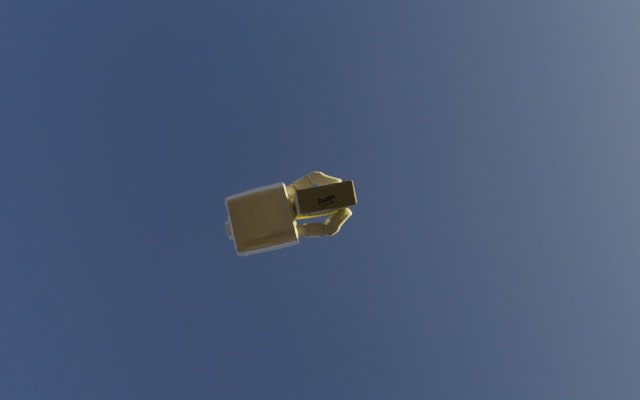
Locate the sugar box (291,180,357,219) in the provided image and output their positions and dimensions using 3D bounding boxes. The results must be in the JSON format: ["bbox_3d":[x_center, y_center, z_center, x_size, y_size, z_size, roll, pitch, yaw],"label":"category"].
[{"bbox_3d":[0.000,0.003,0.824,0.093,0.048,0.176,-10,-1,-6],"label":"sugar box"}]
